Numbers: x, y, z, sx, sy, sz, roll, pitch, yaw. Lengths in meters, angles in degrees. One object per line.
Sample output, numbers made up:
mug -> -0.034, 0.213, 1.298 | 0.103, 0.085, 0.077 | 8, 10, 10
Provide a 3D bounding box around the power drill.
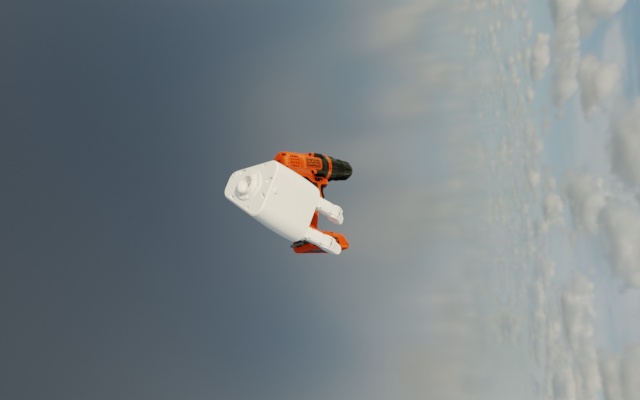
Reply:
power drill -> 0.000, 0.003, 0.891 | 0.184, 0.187, 0.057 | 2, -18, -41
